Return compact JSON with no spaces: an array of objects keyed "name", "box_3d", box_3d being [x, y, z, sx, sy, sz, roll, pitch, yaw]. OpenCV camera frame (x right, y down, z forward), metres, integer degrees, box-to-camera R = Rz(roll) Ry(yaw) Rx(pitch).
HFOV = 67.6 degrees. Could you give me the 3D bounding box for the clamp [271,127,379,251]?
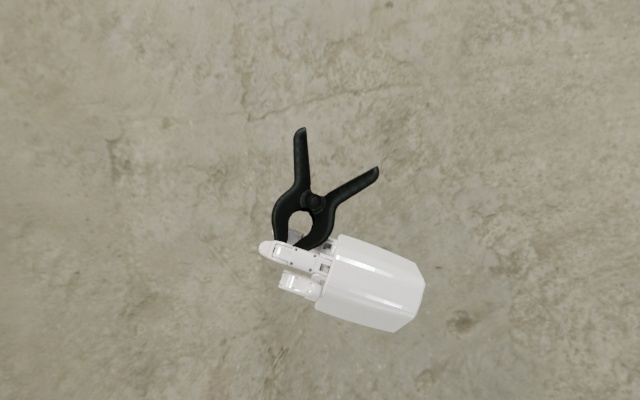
[{"name":"clamp","box_3d":[0.000,0.002,0.601,0.120,0.171,0.039,19,-10,2]}]
